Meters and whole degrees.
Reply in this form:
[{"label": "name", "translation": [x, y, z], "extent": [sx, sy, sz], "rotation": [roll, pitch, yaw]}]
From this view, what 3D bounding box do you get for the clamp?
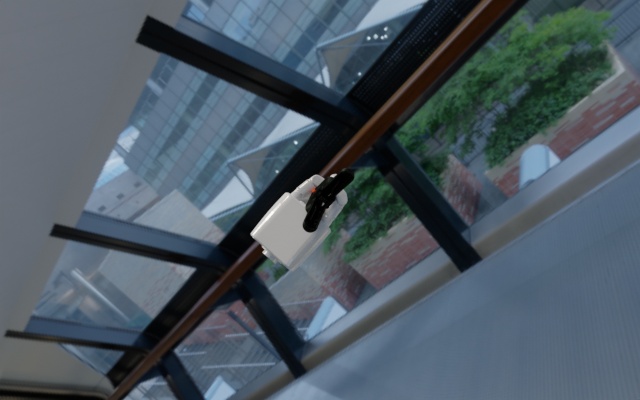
[{"label": "clamp", "translation": [0.000, 0.002, 0.822], "extent": [0.039, 0.120, 0.171], "rotation": [42, -9, -4]}]
